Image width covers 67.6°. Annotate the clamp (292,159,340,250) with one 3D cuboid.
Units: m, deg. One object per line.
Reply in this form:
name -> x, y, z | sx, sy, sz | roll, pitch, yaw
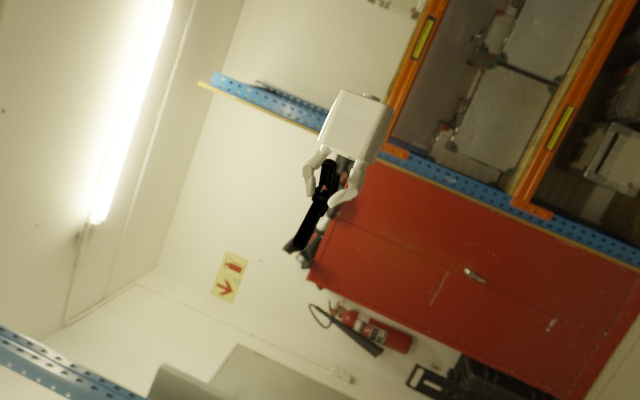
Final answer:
clamp -> 0.000, 0.002, 0.880 | 0.036, 0.164, 0.210 | 24, 6, 6
